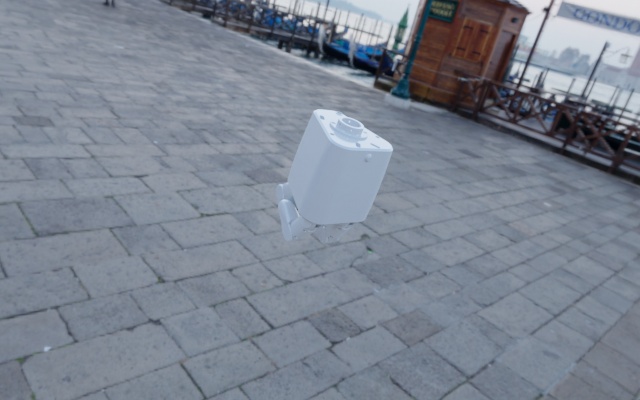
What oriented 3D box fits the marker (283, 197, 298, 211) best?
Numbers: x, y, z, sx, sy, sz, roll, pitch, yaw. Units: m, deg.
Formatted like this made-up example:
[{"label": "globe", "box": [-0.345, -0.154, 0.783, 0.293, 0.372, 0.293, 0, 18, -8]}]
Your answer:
[{"label": "marker", "box": [0.000, 0.002, 0.689, 0.121, 0.020, 0.020, -3, 2, -37]}]
